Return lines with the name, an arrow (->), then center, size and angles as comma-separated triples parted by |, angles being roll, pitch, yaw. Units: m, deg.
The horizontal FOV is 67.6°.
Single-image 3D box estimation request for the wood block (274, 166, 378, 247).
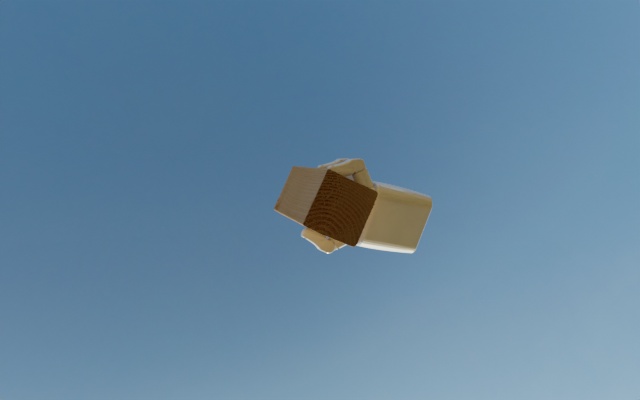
wood block -> 0.000, 0.003, 0.780 | 0.090, 0.091, 0.206 | 24, -2, -18
